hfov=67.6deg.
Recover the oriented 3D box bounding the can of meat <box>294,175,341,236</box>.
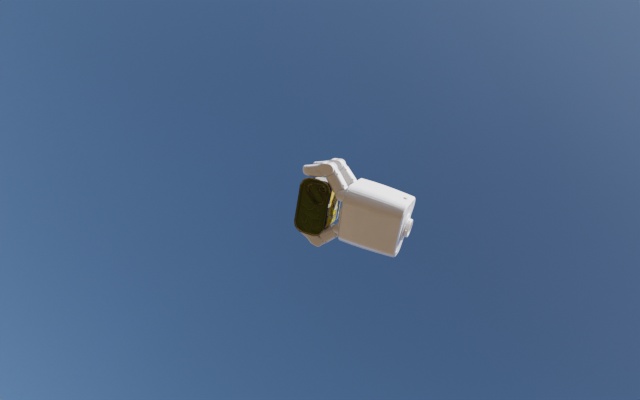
[{"bbox_3d":[0.000,0.003,0.863,0.057,0.102,0.084,16,19,19],"label":"can of meat"}]
